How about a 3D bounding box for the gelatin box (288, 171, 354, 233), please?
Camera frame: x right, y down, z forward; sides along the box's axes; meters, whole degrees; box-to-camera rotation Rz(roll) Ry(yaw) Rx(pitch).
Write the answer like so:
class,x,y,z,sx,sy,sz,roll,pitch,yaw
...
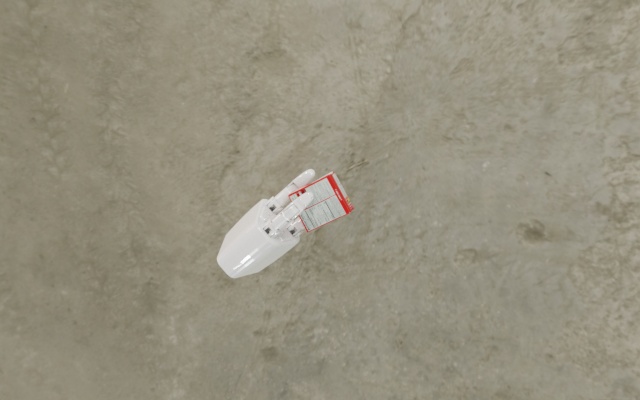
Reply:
class,x,y,z,sx,sy,sz,roll,pitch,yaw
gelatin box,0.000,0.003,0.803,0.089,0.073,0.030,-26,7,23
